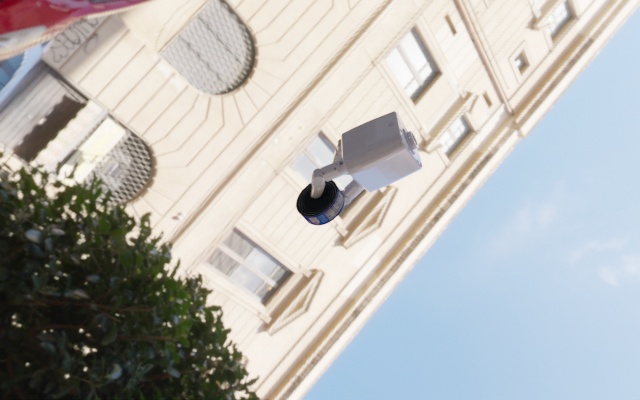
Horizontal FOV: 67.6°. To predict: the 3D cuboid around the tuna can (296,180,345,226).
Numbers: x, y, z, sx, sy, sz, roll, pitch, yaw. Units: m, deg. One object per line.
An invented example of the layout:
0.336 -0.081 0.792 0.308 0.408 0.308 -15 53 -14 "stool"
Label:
0.000 0.003 0.872 0.086 0.086 0.034 0 -36 35 "tuna can"
